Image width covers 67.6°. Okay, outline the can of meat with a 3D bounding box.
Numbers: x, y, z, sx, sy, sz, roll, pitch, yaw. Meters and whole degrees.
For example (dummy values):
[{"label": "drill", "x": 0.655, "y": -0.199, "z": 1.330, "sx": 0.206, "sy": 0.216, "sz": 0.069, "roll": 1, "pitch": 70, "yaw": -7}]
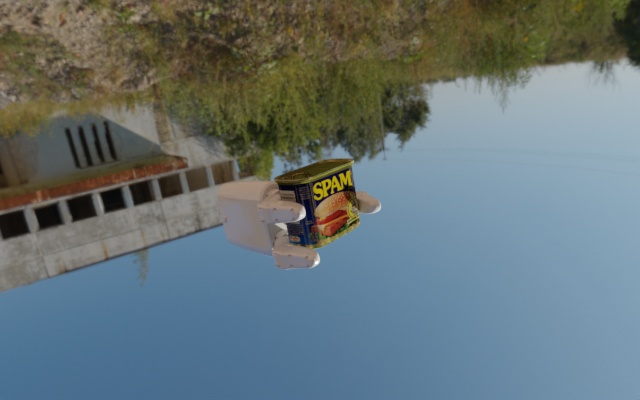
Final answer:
[{"label": "can of meat", "x": 0.000, "y": 0.002, "z": 0.571, "sx": 0.057, "sy": 0.084, "sz": 0.102, "roll": 3, "pitch": 19, "yaw": 42}]
